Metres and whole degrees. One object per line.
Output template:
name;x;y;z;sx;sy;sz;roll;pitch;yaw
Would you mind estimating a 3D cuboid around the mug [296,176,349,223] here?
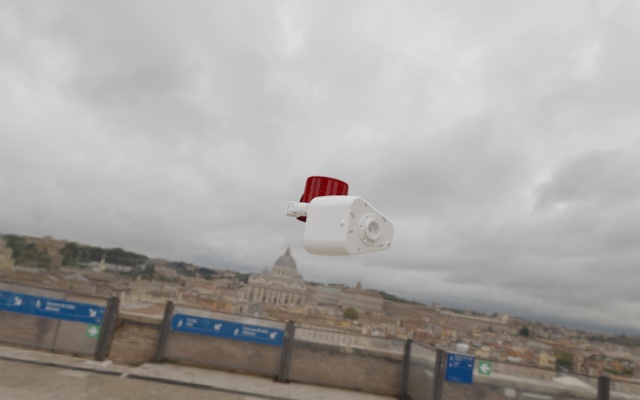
mug;-0.001;0.003;0.900;0.093;0.081;0.117;17;-12;-36
